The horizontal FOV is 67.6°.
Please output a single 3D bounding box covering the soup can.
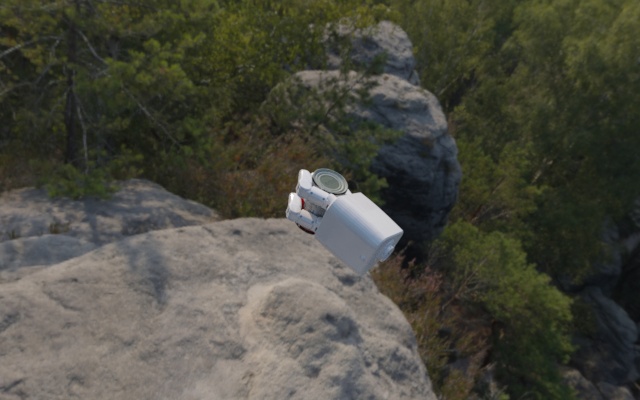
[{"bbox_3d":[0.000,0.002,0.848,0.068,0.102,0.068,16,38,-13],"label":"soup can"}]
